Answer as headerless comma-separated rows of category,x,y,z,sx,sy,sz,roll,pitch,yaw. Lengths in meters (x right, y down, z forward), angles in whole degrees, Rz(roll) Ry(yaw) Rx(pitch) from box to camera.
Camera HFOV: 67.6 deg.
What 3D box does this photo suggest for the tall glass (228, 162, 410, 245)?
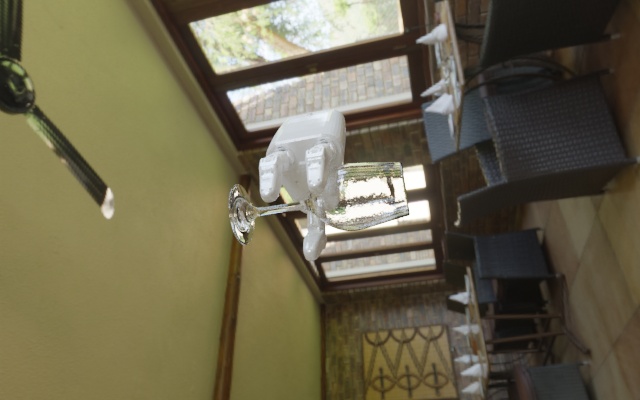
tall glass,-0.001,0.002,0.560,0.201,0.079,0.079,-9,-2,12
